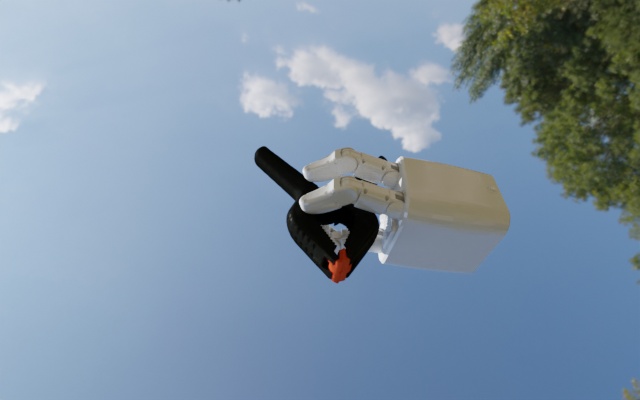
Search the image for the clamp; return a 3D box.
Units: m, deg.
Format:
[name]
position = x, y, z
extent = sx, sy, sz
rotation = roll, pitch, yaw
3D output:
[clamp]
position = 0.000, 0.003, 0.513
extent = 0.164, 0.036, 0.209
rotation = 7, 36, -3
